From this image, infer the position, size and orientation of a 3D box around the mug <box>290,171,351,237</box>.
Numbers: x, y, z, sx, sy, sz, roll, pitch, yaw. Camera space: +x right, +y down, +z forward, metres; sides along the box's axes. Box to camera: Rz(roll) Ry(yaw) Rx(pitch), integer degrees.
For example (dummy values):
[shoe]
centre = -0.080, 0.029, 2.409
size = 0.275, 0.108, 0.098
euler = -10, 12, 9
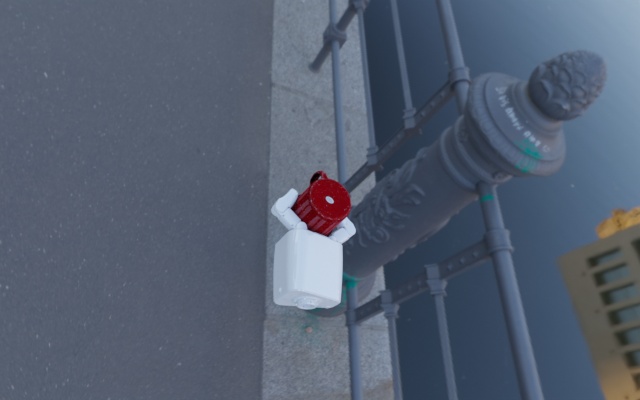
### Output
[mug]
centre = 0.000, 0.001, 0.833
size = 0.093, 0.117, 0.081
euler = 11, -29, -24
